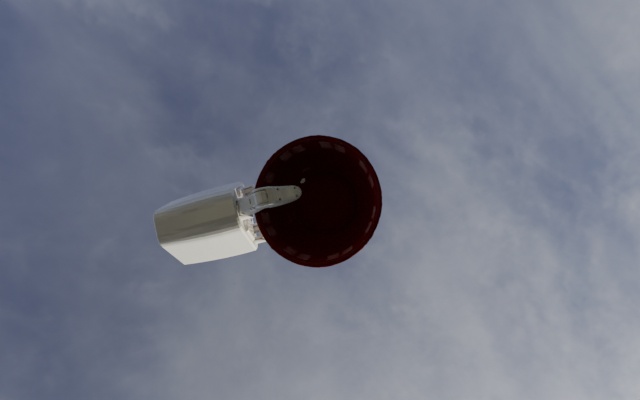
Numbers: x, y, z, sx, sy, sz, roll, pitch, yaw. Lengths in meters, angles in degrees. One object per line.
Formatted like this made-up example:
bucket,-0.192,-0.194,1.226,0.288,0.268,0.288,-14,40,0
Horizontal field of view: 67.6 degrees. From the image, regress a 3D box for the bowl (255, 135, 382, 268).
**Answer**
bowl,0.002,0.002,0.604,0.162,0.162,0.055,0,-4,14
